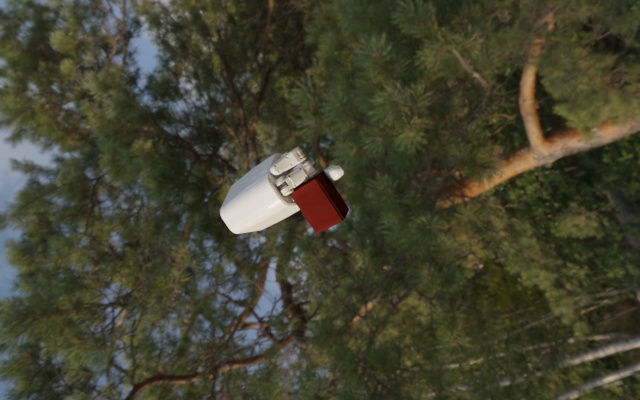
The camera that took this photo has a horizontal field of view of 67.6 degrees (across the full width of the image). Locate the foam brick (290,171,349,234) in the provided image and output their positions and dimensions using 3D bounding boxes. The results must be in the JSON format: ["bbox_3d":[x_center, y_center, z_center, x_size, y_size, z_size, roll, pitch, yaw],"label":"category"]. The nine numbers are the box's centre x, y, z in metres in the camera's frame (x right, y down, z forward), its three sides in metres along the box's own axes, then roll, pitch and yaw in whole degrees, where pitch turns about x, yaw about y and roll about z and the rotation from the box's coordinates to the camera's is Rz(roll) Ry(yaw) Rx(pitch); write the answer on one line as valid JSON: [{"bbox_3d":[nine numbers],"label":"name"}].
[{"bbox_3d":[0.000,0.003,0.742,0.051,0.078,0.053,-31,7,20],"label":"foam brick"}]
